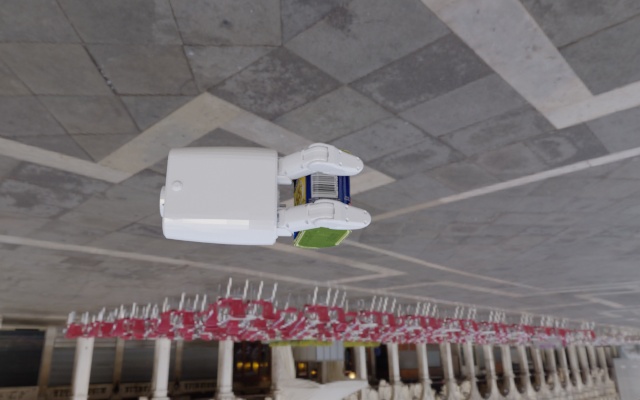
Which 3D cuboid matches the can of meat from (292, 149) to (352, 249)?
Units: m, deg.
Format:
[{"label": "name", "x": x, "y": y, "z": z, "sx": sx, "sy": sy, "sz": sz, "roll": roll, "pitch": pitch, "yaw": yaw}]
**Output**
[{"label": "can of meat", "x": 0.000, "y": 0.002, "z": 0.520, "sx": 0.057, "sy": 0.084, "sz": 0.102, "roll": 3, "pitch": -19, "yaw": -10}]
